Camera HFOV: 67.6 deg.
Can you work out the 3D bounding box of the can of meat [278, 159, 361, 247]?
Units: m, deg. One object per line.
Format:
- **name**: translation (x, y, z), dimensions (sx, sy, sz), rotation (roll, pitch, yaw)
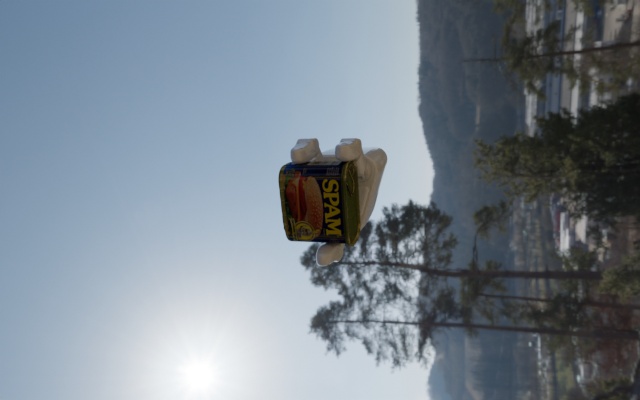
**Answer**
- **can of meat**: translation (0.000, 0.002, 0.578), dimensions (0.084, 0.102, 0.057), rotation (1, 17, 18)
